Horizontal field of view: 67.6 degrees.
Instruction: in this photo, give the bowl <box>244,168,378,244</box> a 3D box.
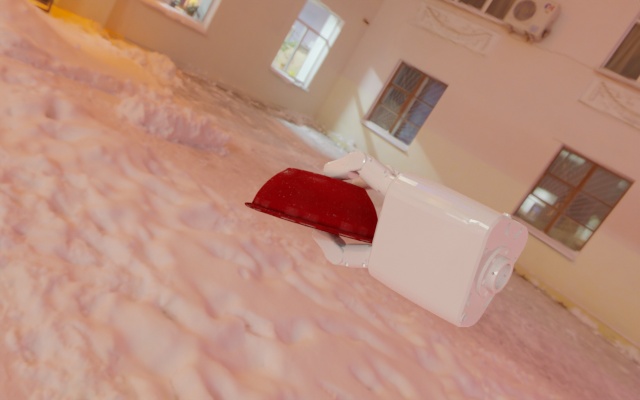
[{"bbox_3d":[-0.001,0.001,0.537,0.162,0.055,0.162,16,-1,0],"label":"bowl"}]
